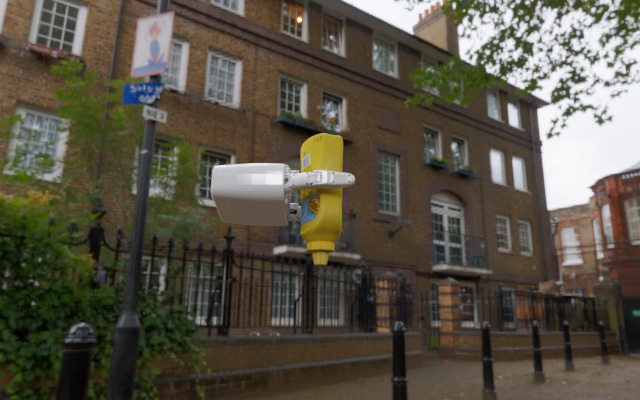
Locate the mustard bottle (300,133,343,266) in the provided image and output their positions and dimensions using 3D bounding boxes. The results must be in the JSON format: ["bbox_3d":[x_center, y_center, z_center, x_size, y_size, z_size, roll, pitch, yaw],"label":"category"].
[{"bbox_3d":[0.000,0.002,0.723,0.058,0.191,0.096,7,-15,-23],"label":"mustard bottle"}]
